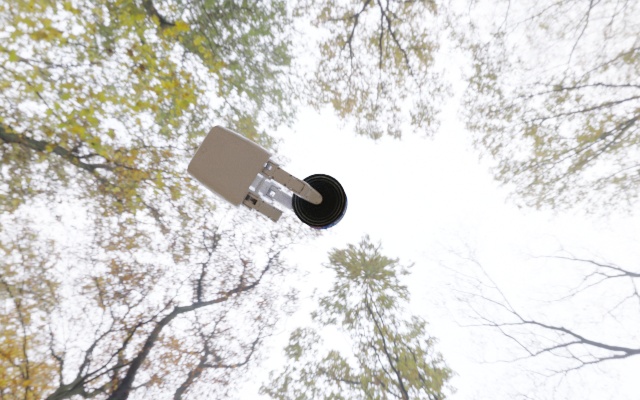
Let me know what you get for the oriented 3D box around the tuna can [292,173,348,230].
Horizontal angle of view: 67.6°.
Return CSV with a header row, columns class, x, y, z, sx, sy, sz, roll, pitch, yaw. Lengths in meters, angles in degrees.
class,x,y,z,sx,sy,sz,roll,pitch,yaw
tuna can,0.000,0.003,0.748,0.086,0.086,0.034,0,-12,11
